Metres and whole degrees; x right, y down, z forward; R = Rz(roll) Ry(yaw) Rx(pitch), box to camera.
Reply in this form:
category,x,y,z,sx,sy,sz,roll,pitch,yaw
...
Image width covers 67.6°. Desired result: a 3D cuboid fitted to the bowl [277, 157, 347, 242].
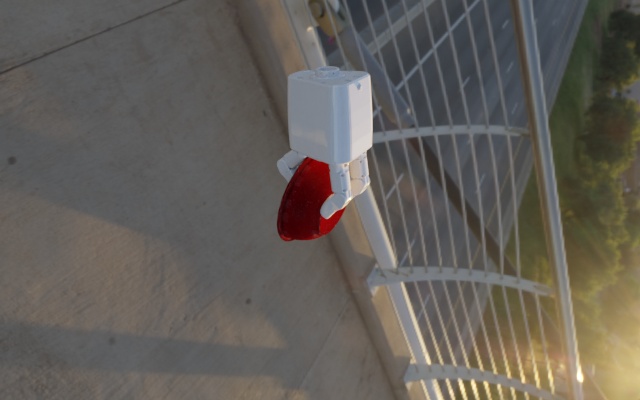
category,x,y,z,sx,sy,sz,roll,pitch,yaw
bowl,0.000,0.004,0.753,0.055,0.162,0.162,26,10,21
